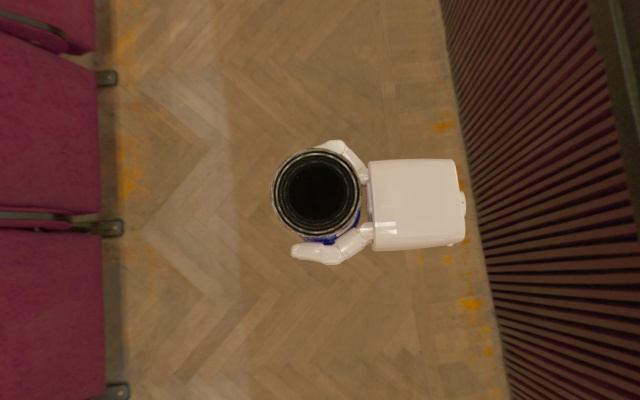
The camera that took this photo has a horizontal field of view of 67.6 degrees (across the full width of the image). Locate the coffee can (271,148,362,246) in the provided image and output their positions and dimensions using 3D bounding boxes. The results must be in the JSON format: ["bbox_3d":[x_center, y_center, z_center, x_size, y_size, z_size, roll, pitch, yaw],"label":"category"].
[{"bbox_3d":[0.000,0.002,0.595,0.103,0.103,0.140,0,-9,4],"label":"coffee can"}]
